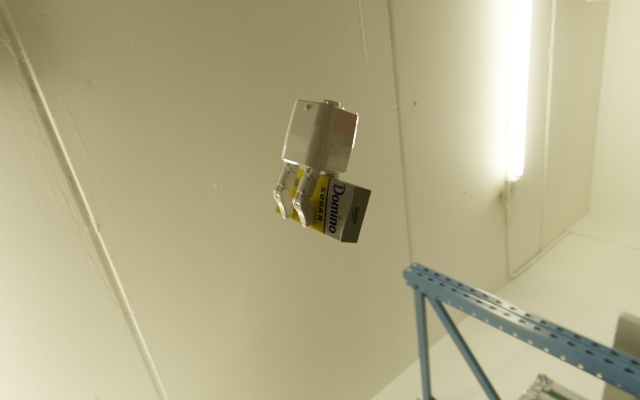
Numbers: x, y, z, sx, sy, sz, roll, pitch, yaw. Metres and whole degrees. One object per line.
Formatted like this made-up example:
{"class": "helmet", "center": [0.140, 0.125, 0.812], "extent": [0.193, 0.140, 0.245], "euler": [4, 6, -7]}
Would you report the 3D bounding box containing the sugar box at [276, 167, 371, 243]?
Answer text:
{"class": "sugar box", "center": [0.000, 0.002, 0.818], "extent": [0.048, 0.093, 0.176], "euler": [10, 7, -42]}
